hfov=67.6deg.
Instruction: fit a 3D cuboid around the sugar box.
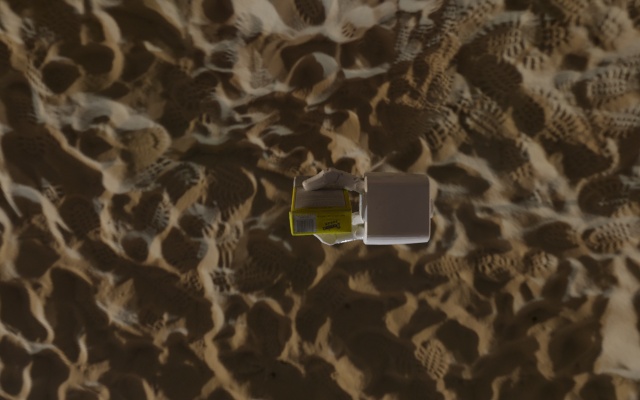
[{"bbox_3d":[0.000,0.003,0.788,0.093,0.048,0.176,-2,18,1],"label":"sugar box"}]
